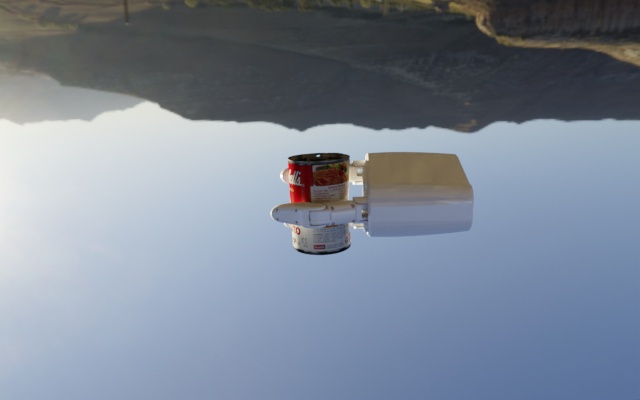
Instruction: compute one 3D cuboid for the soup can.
[{"bbox_3d":[0.000,0.002,0.528,0.068,0.102,0.068,-2,13,1],"label":"soup can"}]
